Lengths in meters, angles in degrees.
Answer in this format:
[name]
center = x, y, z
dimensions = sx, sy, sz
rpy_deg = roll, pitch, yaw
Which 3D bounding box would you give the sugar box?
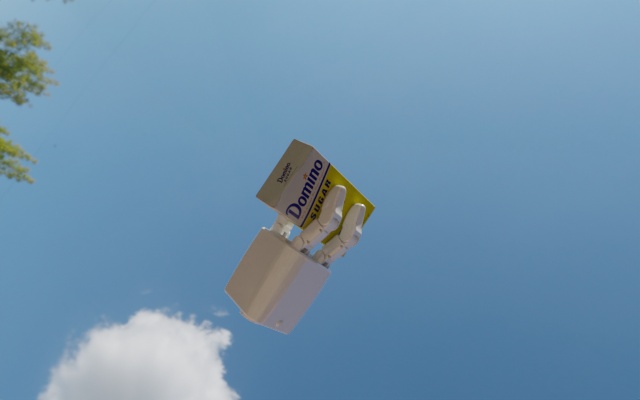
[sugar box]
center = 0.000, 0.003, 0.655
dimensions = 0.048, 0.093, 0.176
rpy_deg = 28, -7, 40
